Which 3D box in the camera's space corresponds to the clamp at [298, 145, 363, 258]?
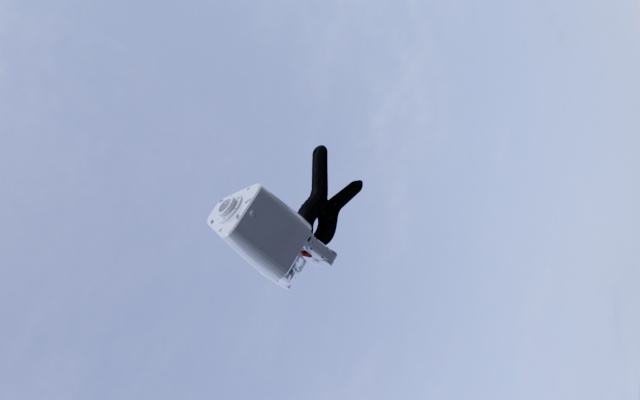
[{"bbox_3d":[0.000,0.003,0.747,0.039,0.171,0.120,-4,-41,48],"label":"clamp"}]
